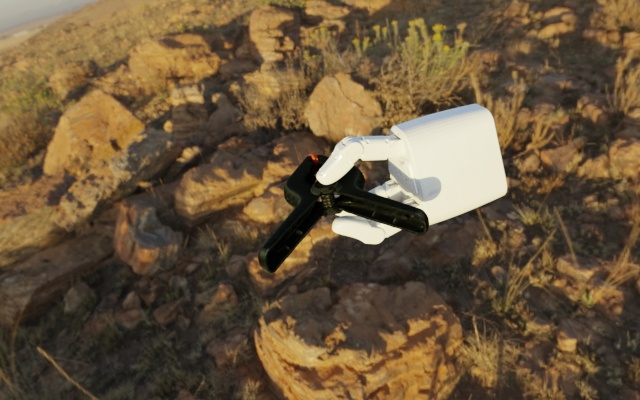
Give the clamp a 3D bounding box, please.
[{"bbox_3d":[0.000,0.001,0.523,0.164,0.036,0.210,-16,29,-9],"label":"clamp"}]
